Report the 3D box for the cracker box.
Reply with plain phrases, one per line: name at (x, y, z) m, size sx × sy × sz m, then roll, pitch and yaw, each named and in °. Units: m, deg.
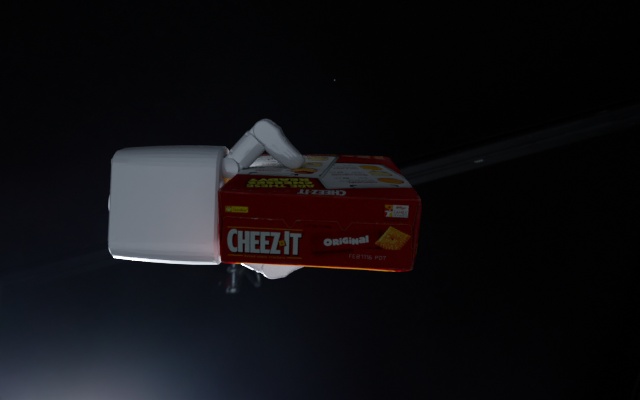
cracker box at (0.000, 0.001, 0.486) m, size 0.164 × 0.072 × 0.213 m, roll 2°, pitch 14°, yaw 1°
